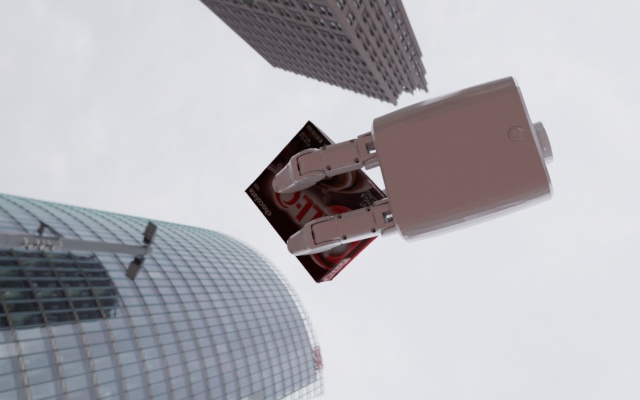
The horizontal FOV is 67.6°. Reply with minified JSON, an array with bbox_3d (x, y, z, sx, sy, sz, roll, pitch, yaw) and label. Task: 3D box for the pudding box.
[{"bbox_3d":[0.000,0.001,0.419,0.090,0.113,0.039,-46,-23,13],"label":"pudding box"}]
